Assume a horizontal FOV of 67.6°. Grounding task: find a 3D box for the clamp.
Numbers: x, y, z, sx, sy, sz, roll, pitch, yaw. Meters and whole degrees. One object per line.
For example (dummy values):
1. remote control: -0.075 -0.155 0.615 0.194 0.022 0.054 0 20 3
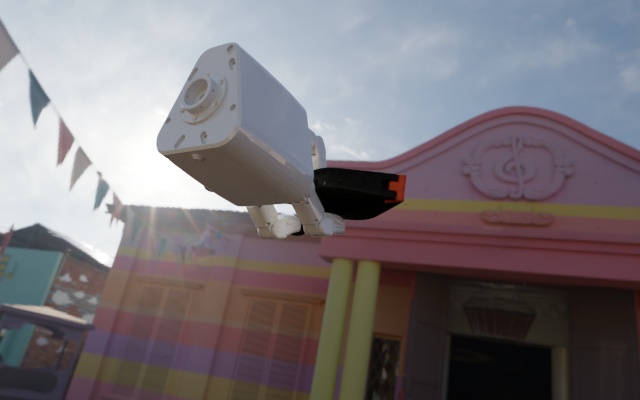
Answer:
1. clamp: 0.001 0.001 0.522 0.210 0.036 0.165 -4 -24 31
